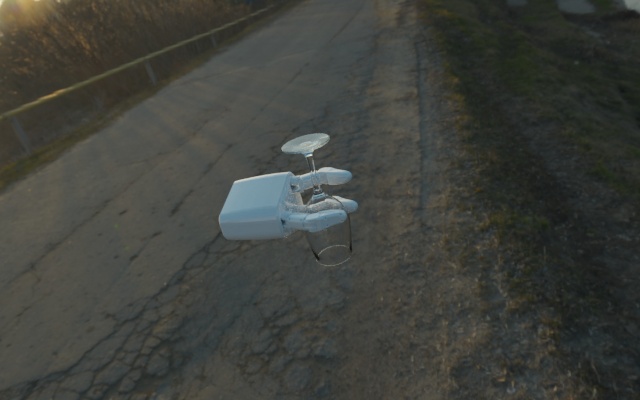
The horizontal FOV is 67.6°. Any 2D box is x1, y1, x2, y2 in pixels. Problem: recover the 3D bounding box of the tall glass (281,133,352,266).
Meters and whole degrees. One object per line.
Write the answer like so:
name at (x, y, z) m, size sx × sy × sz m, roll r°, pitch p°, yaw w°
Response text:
tall glass at (0.000, 0.002, 0.747) m, size 0.079 × 0.201 × 0.079 m, roll -12°, pitch 24°, yaw 6°
